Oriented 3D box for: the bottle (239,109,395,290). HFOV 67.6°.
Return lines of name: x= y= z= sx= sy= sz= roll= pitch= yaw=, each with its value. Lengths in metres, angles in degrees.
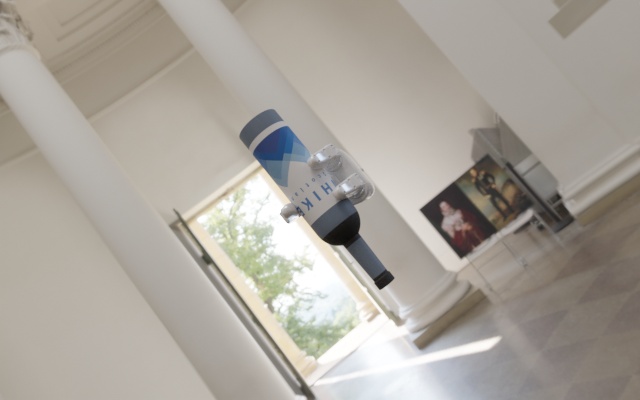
bottle: x=0.000 y=0.002 z=0.676 sx=0.069 sy=0.295 sz=0.069 roll=-38 pitch=-7 yaw=-6
